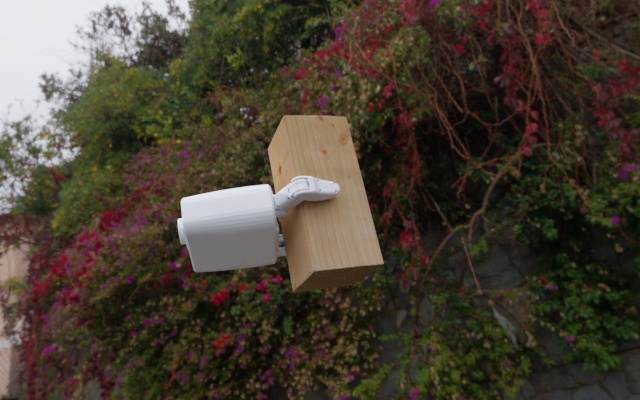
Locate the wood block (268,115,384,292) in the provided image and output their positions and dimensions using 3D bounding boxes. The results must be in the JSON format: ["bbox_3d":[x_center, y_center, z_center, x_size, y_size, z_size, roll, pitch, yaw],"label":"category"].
[{"bbox_3d":[0.000,0.002,0.613,0.090,0.206,0.091,-3,-24,-23],"label":"wood block"}]
